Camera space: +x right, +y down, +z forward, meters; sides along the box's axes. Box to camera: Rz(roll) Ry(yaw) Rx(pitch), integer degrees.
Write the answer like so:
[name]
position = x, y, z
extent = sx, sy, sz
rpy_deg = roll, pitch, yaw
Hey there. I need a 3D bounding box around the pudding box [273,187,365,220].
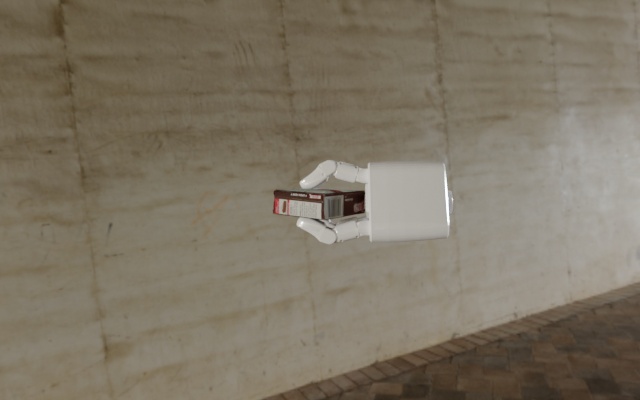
[pudding box]
position = 0.000, 0.002, 0.691
extent = 0.090, 0.039, 0.113
rpy_deg = 5, 4, 34
